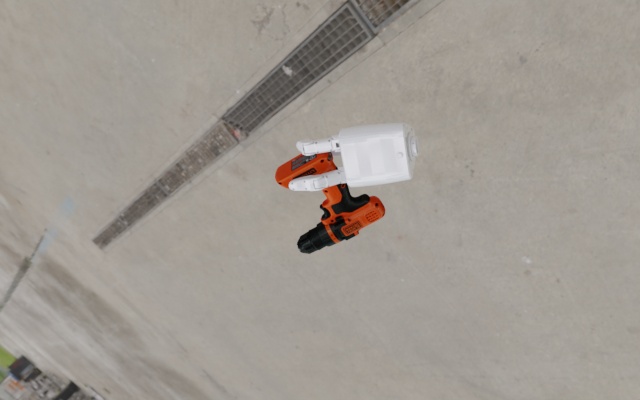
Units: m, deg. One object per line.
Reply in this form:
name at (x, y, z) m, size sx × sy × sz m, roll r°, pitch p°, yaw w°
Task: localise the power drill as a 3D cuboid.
power drill at (0.000, 0.002, 0.864) m, size 0.184 × 0.188 × 0.057 m, roll -30°, pitch 33°, yaw 14°
